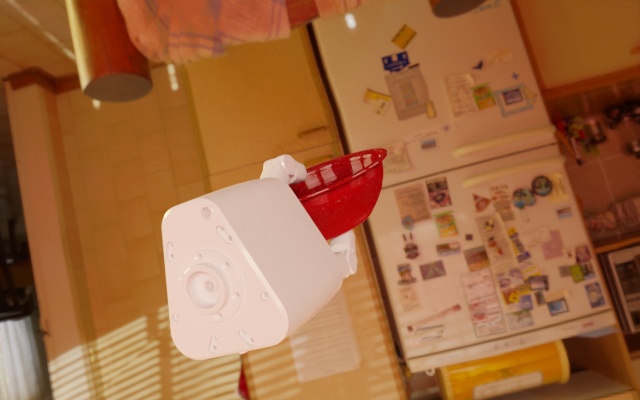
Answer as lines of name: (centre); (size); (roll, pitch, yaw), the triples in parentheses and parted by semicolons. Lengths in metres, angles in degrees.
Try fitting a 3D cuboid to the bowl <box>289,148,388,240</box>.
bowl: (0.001, 0.001, 0.487); (0.162, 0.055, 0.162); (-21, 12, 5)
